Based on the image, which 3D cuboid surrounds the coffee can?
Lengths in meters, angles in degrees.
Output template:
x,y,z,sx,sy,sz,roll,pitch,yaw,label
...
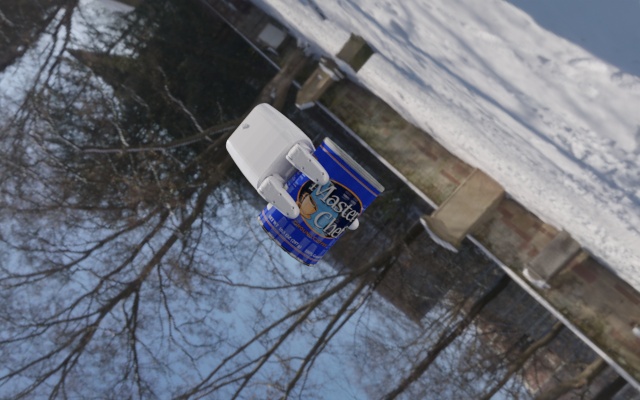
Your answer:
x,y,z,sx,sy,sz,roll,pitch,yaw,label
0.000,0.002,0.633,0.103,0.140,0.103,41,7,-6,coffee can
